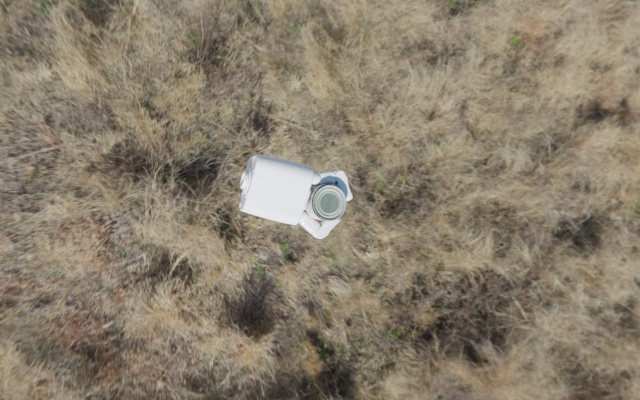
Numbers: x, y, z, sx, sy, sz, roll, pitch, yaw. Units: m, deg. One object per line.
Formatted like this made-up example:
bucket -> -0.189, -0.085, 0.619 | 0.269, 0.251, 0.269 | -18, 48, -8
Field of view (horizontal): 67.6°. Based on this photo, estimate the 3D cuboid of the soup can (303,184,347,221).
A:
soup can -> 0.001, 0.003, 0.893 | 0.068, 0.068, 0.102 | 0, 1, -19
